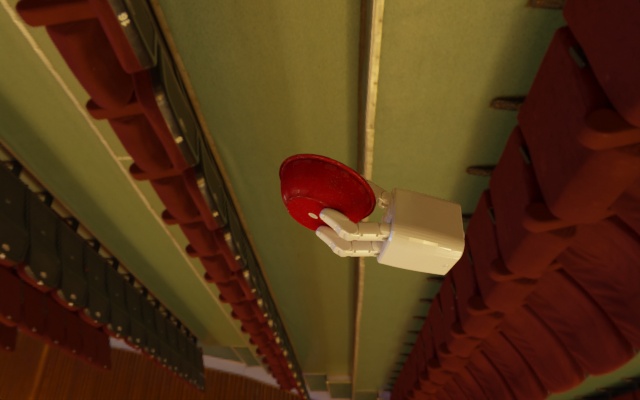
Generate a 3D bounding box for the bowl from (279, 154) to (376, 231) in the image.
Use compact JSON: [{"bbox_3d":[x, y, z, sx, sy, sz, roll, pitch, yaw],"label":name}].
[{"bbox_3d":[-0.001,0.002,0.731,0.162,0.055,0.162,18,-31,12],"label":"bowl"}]
